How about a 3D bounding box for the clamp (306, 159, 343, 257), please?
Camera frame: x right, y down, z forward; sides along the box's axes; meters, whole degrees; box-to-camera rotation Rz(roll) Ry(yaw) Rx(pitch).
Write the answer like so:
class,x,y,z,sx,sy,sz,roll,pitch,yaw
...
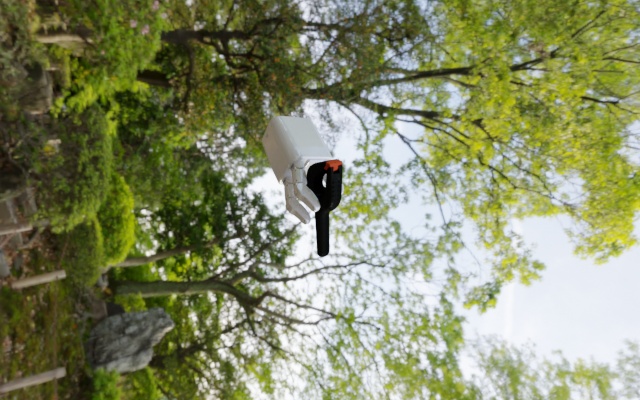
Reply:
class,x,y,z,sx,sy,sz,roll,pitch,yaw
clamp,0.001,0.002,0.900,0.036,0.164,0.210,-17,-22,-29
